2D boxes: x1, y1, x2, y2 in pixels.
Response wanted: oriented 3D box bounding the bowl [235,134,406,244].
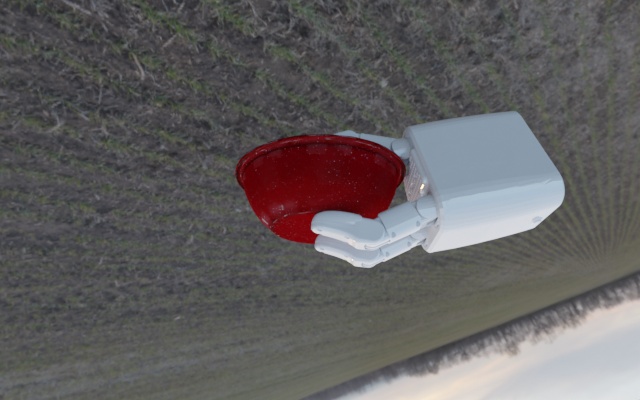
[{"bbox_3d":[-0.001,0.002,0.447,0.162,0.055,0.162,0,-22,0],"label":"bowl"}]
